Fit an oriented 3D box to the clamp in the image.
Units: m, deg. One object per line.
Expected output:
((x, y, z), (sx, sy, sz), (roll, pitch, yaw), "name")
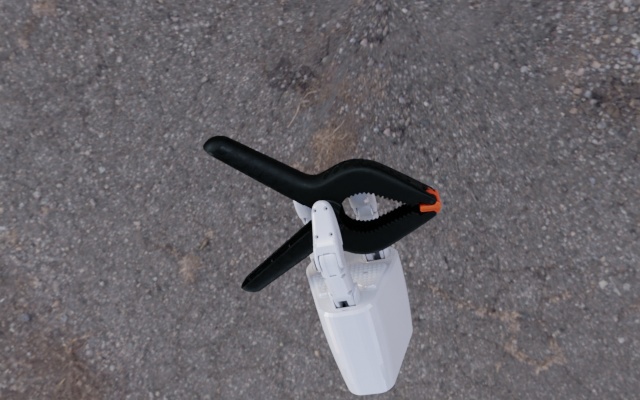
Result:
((0.001, 0.002, 0.437), (0.210, 0.165, 0.036), (-12, 26, 12), "clamp")
